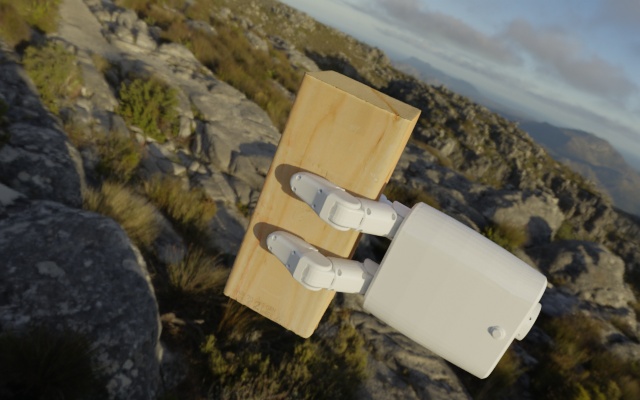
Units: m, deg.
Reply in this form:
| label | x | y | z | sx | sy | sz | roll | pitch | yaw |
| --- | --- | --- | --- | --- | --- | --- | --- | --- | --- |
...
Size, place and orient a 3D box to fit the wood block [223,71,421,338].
| label | x | y | z | sx | sy | sz | roll | pitch | yaw |
| --- | --- | --- | --- | --- | --- | --- | --- | --- | --- |
| wood block | 0.001 | 0.001 | 0.422 | 0.090 | 0.206 | 0.090 | 26 | 21 | 8 |
